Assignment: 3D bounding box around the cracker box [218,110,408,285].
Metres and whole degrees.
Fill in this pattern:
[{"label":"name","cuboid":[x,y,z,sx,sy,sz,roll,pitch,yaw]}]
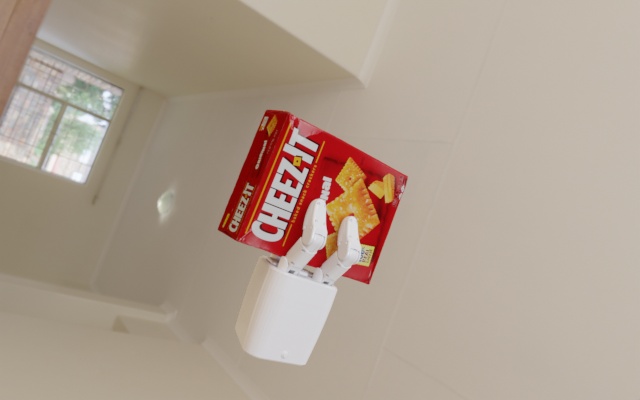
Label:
[{"label":"cracker box","cuboid":[0.000,0.002,0.623,0.214,0.164,0.072,23,-4,-34]}]
